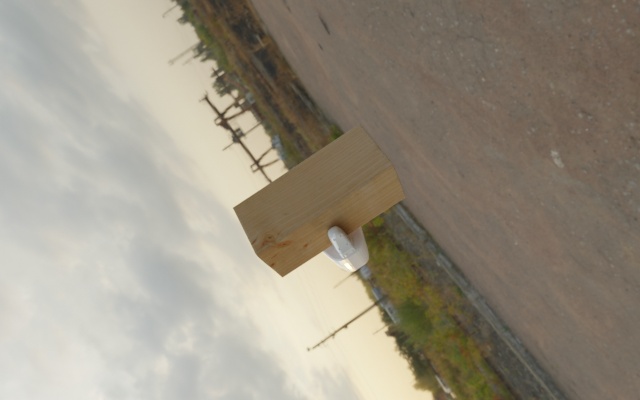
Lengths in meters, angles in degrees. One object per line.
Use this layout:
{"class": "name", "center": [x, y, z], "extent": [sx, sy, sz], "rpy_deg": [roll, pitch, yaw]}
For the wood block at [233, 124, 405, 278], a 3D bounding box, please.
{"class": "wood block", "center": [0.000, 0.003, 0.654], "extent": [0.206, 0.090, 0.090], "rpy_deg": [-34, -35, 1]}
